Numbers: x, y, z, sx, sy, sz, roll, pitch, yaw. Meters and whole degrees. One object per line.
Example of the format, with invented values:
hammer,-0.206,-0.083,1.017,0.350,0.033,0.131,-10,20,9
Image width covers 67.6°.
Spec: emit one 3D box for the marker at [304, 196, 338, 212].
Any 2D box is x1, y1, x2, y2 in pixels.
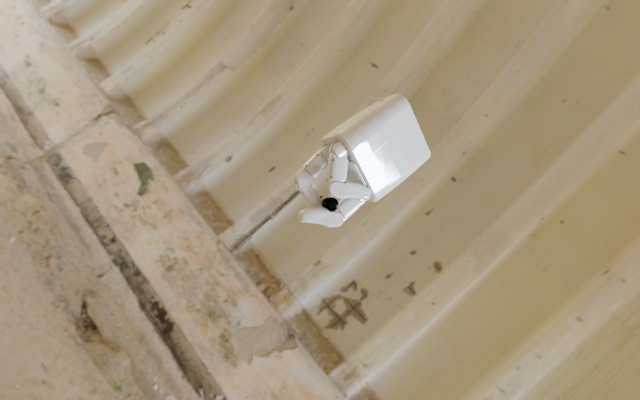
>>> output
marker,0.000,0.002,0.689,0.020,0.020,0.121,0,3,-16
